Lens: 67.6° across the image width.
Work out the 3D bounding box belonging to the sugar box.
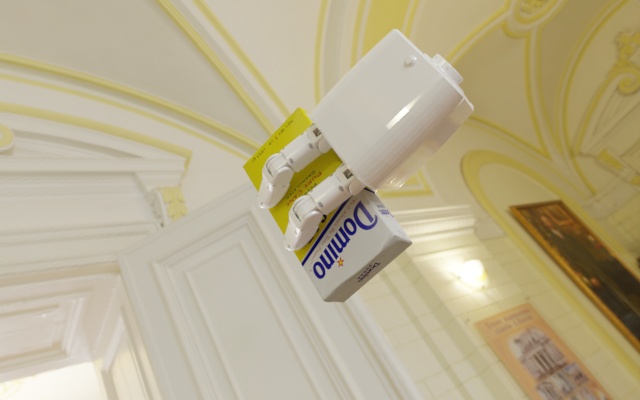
[{"bbox_3d":[0.000,0.001,0.469,0.093,0.176,0.048,-45,-32,17],"label":"sugar box"}]
